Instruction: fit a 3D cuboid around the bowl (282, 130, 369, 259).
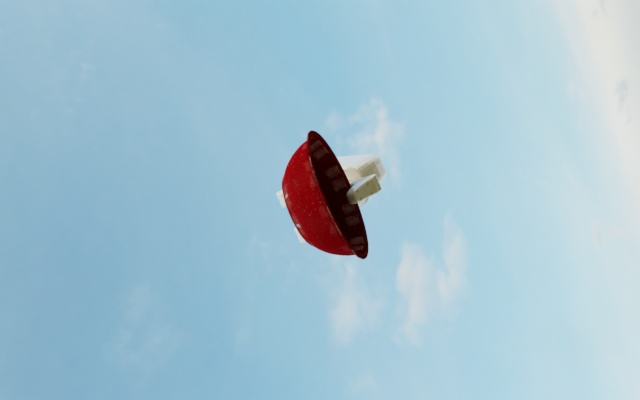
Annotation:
[{"bbox_3d":[-0.001,0.002,0.563,0.055,0.162,0.162,-23,-6,14],"label":"bowl"}]
